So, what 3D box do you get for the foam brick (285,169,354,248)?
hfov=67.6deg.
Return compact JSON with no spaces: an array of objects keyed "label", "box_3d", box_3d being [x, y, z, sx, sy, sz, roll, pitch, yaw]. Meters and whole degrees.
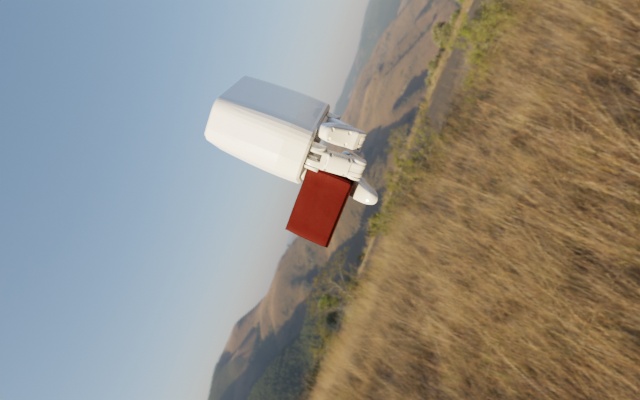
[{"label":"foam brick","box_3d":[0.000,0.002,0.533,0.051,0.078,0.053,21,15,0]}]
